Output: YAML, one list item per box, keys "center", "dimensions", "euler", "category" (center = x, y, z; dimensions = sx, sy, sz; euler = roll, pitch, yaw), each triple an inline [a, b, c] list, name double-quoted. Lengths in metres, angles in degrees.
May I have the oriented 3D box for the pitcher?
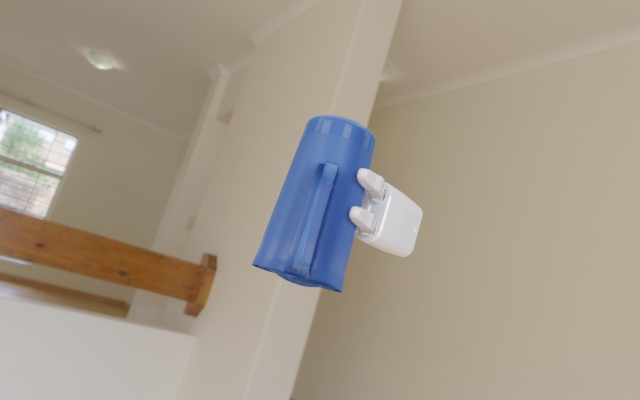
- center: [0.000, 0.002, 0.689]
  dimensions: [0.149, 0.242, 0.145]
  euler: [5, -16, 45]
  category: "pitcher"
